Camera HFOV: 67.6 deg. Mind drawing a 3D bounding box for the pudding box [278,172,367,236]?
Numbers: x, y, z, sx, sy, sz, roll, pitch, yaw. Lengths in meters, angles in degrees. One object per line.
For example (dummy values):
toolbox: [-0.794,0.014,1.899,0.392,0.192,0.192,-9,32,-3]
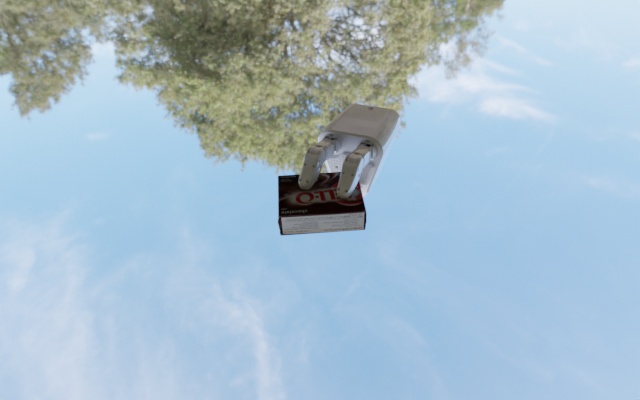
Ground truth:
pudding box: [0.000,0.002,0.634,0.113,0.039,0.090,-6,37,-1]
